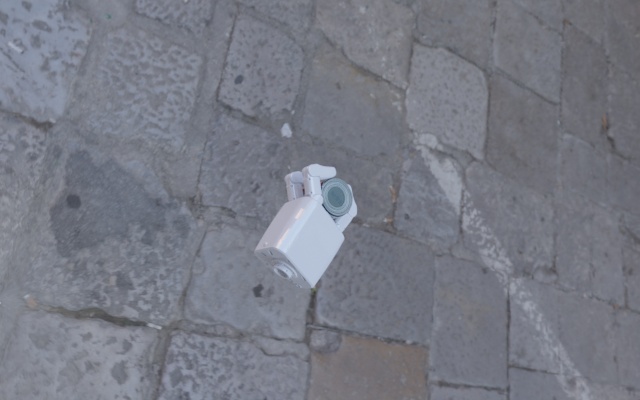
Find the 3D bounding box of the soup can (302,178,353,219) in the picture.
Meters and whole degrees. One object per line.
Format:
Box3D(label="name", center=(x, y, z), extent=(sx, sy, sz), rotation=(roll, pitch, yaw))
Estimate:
Box3D(label="soup can", center=(0.001, 0.002, 0.836), extent=(0.068, 0.068, 0.102), rotation=(0, -10, -34))
